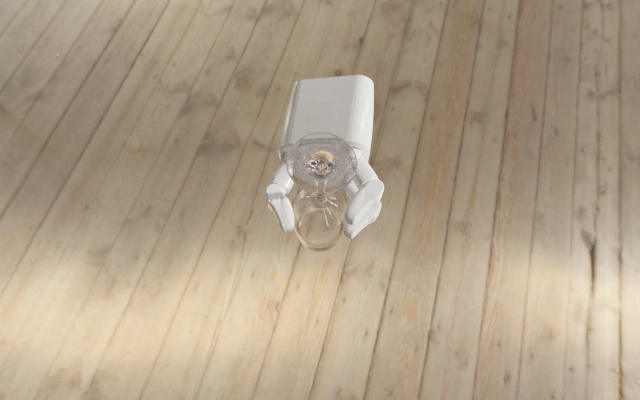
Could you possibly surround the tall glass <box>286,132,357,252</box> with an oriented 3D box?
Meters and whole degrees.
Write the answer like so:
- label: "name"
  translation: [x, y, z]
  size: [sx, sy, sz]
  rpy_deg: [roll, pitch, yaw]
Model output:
- label: "tall glass"
  translation: [0.000, 0.002, 0.586]
  size: [0.079, 0.079, 0.201]
  rpy_deg: [0, -25, -1]
